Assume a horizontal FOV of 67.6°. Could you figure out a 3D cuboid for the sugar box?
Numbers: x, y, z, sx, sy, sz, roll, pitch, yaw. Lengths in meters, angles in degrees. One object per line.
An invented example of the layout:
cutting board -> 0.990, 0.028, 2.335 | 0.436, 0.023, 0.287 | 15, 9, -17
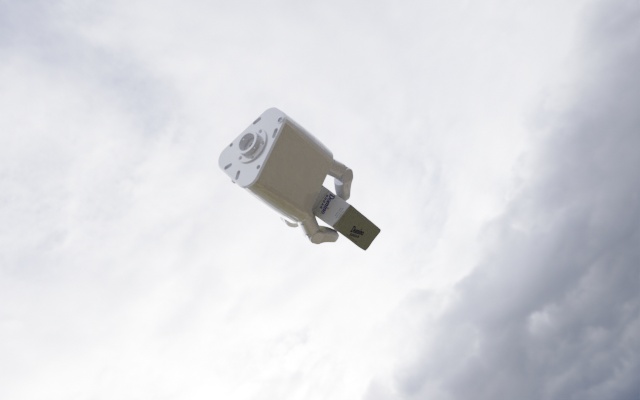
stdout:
sugar box -> 0.000, 0.003, 0.706 | 0.176, 0.048, 0.093 | 39, 1, 43
